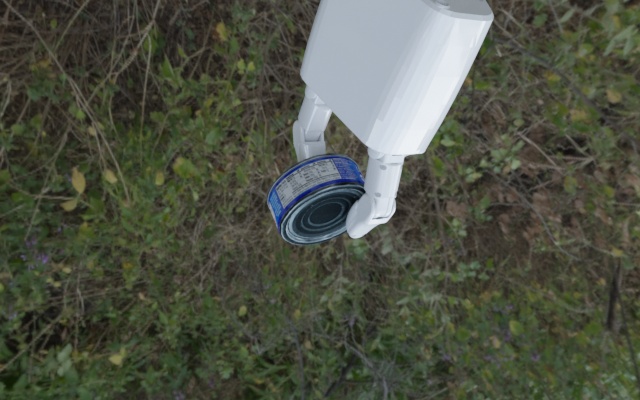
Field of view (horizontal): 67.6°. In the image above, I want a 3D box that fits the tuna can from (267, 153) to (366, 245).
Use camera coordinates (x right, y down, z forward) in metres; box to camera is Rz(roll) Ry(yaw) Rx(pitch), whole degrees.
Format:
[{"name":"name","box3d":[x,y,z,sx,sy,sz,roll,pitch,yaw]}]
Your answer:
[{"name":"tuna can","box3d":[0.000,0.002,0.406,0.086,0.033,0.086,-18,-32,-12]}]
